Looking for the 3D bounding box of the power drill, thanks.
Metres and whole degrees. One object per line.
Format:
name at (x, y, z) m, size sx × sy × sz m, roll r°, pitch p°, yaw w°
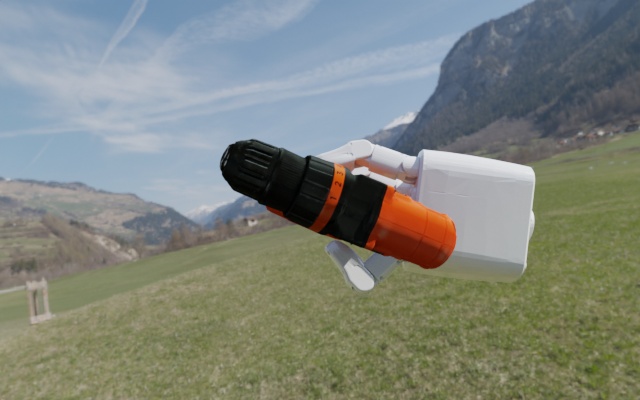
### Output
power drill at (0.000, 0.001, 0.417) m, size 0.184 × 0.057 × 0.187 m, roll 24°, pitch -2°, yaw -13°
